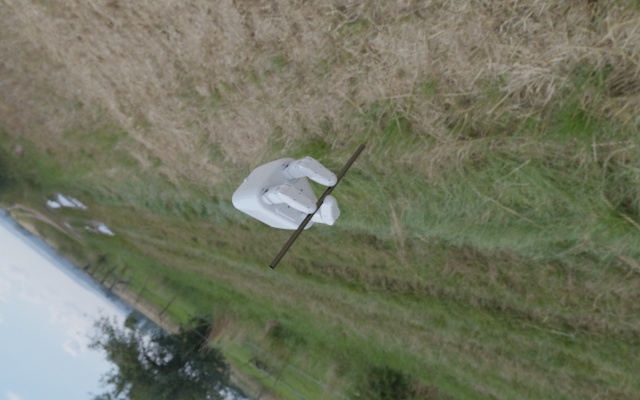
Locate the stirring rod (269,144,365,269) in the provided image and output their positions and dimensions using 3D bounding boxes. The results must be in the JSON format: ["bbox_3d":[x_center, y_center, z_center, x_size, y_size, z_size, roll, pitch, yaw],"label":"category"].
[{"bbox_3d":[0.000,0.002,0.691,0.011,0.239,0.011,30,-25,16],"label":"stirring rod"}]
